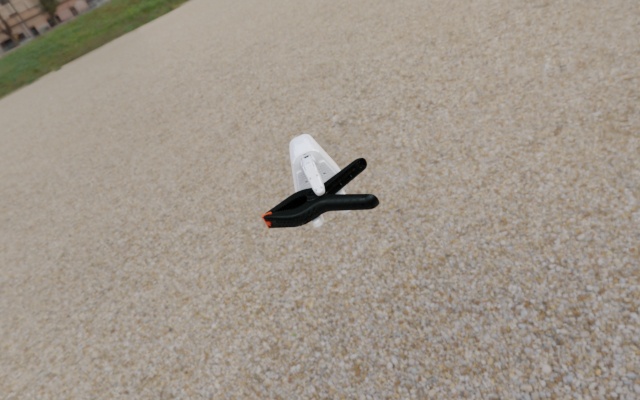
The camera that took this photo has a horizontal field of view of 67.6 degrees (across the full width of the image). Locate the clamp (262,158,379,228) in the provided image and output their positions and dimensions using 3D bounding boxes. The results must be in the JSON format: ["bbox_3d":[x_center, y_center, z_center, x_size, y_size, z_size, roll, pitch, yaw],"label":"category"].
[{"bbox_3d":[-0.001,0.002,0.816,0.210,0.036,0.164,-25,26,3],"label":"clamp"}]
